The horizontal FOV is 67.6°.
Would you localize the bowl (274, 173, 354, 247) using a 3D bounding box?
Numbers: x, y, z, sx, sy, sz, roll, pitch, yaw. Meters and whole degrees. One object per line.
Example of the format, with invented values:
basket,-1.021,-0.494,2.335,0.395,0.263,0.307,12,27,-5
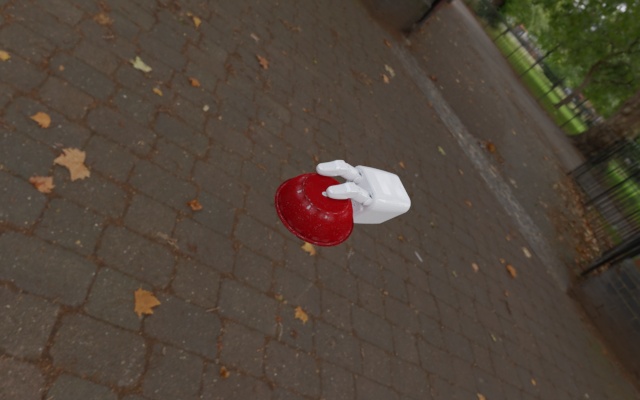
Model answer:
bowl,-0.001,0.003,0.871,0.162,0.162,0.055,0,-37,-30
